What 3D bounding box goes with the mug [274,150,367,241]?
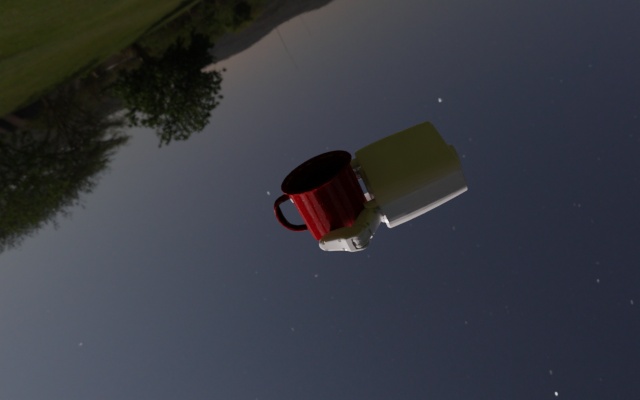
[{"bbox_3d":[-0.001,0.003,0.588,0.117,0.081,0.093,-24,25,8],"label":"mug"}]
